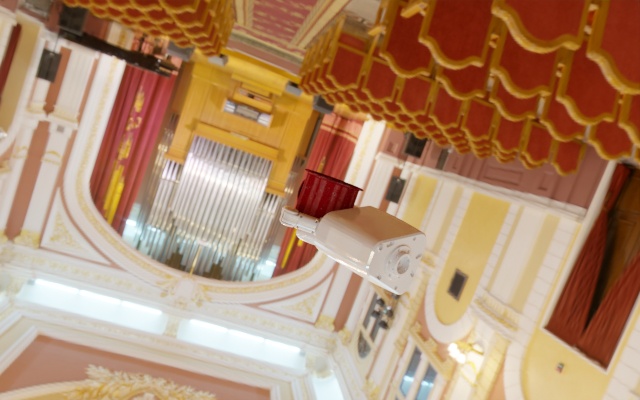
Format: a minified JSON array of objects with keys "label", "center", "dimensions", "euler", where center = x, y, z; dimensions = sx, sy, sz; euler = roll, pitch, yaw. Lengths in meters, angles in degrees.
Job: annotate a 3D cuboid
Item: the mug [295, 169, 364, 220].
[{"label":"mug","center":[-0.001,0.002,0.727],"dimensions":[0.093,0.081,0.117],"euler":[15,7,-41]}]
